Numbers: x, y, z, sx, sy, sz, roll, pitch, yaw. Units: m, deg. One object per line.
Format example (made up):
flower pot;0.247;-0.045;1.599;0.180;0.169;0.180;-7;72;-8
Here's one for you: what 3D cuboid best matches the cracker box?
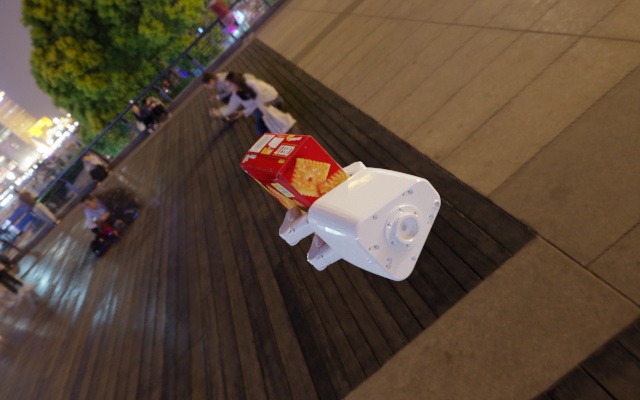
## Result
cracker box;0.000;0.002;0.674;0.214;0.072;0.164;45;-13;-25
